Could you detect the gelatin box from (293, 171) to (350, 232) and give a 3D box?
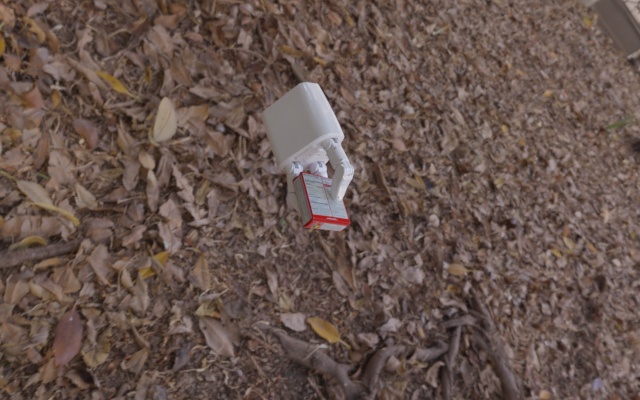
[{"bbox_3d":[0.000,0.002,0.748,0.073,0.089,0.030,10,-39,-37],"label":"gelatin box"}]
